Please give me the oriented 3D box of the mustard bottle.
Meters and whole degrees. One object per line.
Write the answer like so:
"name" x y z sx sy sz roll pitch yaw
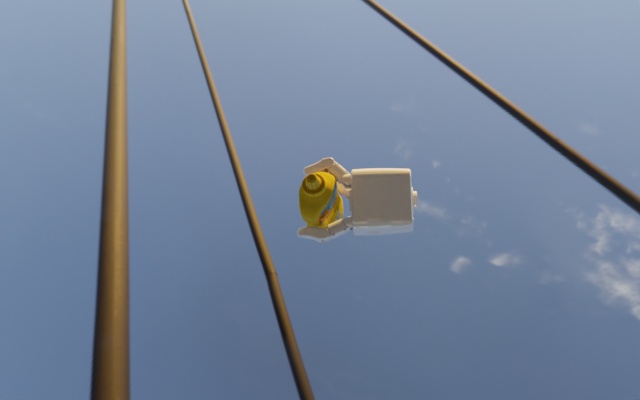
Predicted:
"mustard bottle" 0.000 0.003 0.871 0.058 0.096 0.192 21 -19 18
